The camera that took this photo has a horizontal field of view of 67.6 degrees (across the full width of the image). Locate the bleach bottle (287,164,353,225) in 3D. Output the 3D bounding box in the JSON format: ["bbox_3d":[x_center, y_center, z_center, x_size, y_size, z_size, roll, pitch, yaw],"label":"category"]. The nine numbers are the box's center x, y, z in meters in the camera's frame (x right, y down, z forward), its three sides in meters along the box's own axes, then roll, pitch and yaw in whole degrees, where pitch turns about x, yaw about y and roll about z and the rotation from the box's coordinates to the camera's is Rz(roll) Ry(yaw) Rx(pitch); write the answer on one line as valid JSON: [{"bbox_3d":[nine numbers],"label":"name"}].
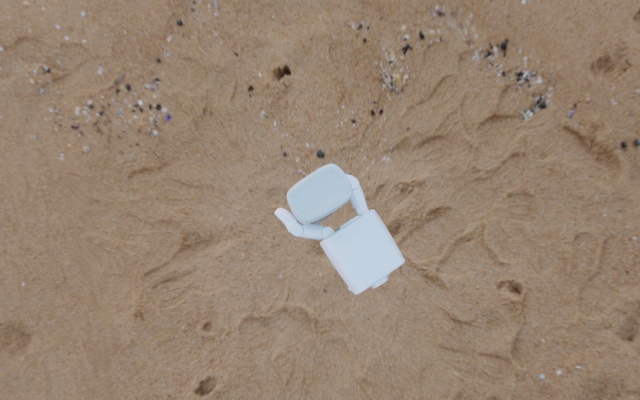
[{"bbox_3d":[0.000,0.003,0.846,0.102,0.068,0.251,-31,-6,-2],"label":"bleach bottle"}]
